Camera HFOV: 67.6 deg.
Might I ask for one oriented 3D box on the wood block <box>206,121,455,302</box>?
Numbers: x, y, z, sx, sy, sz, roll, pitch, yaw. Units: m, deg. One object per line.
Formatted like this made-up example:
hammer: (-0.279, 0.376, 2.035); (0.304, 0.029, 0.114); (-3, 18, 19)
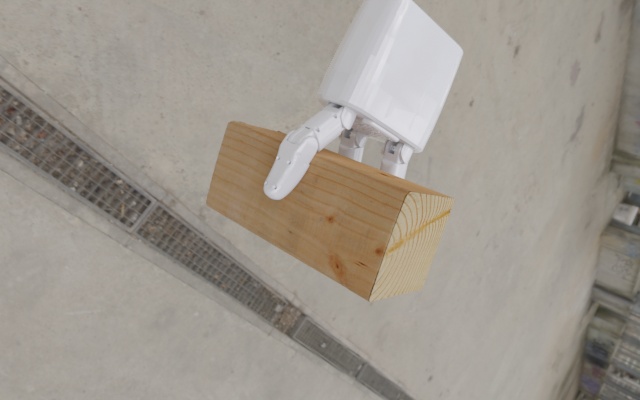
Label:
wood block: (0.000, 0.001, 0.440); (0.206, 0.090, 0.091); (25, 12, 36)
